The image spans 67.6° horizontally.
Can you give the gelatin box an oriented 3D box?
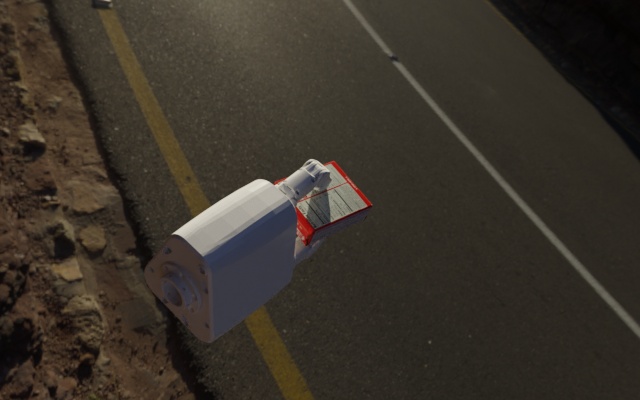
[{"bbox_3d":[0.000,0.001,0.521,0.089,0.073,0.030,-22,-29,-35],"label":"gelatin box"}]
